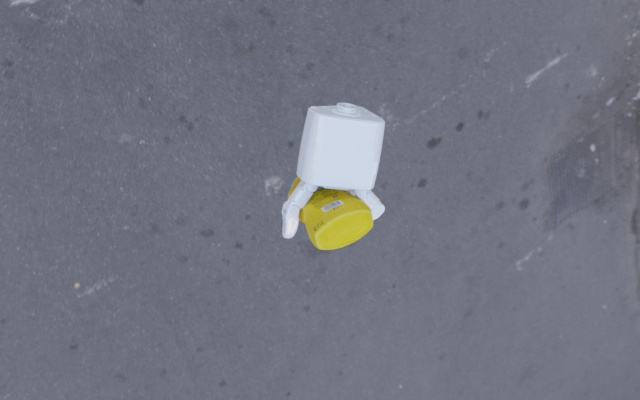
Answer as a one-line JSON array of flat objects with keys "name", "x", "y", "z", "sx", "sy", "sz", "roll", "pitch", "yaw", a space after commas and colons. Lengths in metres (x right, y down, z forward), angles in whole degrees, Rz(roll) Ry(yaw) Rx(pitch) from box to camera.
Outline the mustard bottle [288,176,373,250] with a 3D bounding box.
[{"name": "mustard bottle", "x": 0.000, "y": 0.003, "z": 0.764, "sx": 0.096, "sy": 0.058, "sz": 0.191, "roll": -24, "pitch": 33, "yaw": -12}]
